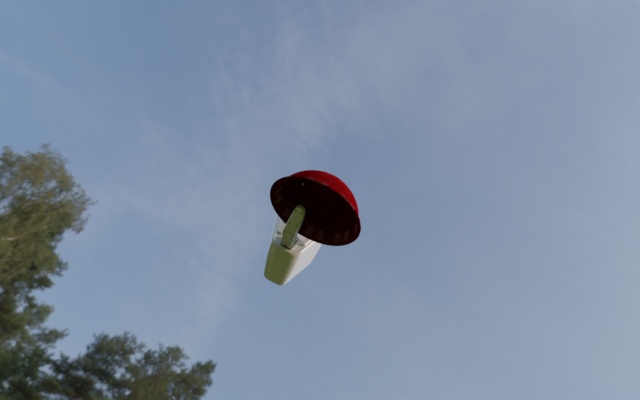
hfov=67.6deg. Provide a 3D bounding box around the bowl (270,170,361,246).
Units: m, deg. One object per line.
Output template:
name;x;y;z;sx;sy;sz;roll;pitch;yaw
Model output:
bowl;0.001;0.002;0.782;0.162;0.055;0.162;20;-36;15
